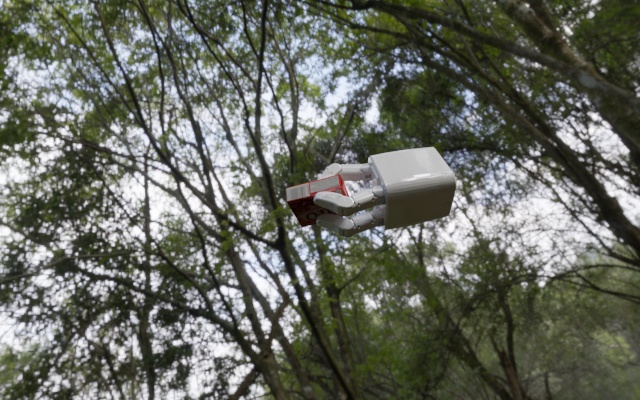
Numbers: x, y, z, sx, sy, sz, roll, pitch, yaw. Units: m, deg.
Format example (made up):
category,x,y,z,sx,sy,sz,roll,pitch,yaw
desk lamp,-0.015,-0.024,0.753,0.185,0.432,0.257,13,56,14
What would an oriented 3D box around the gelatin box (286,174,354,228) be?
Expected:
category,x,y,z,sx,sy,sz,roll,pitch,yaw
gelatin box,0.000,0.002,0.731,0.089,0.030,0.073,-14,-38,10
